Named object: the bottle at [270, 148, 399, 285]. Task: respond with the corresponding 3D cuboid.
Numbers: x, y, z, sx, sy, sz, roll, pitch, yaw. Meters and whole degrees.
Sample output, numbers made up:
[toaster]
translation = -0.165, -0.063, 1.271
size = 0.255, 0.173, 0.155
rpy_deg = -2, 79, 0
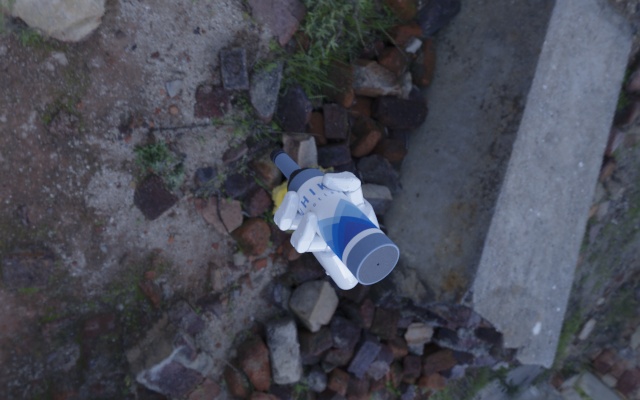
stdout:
[bottle]
translation = 0.000, 0.002, 0.705
size = 0.069, 0.069, 0.295
rpy_deg = 0, 33, -36
